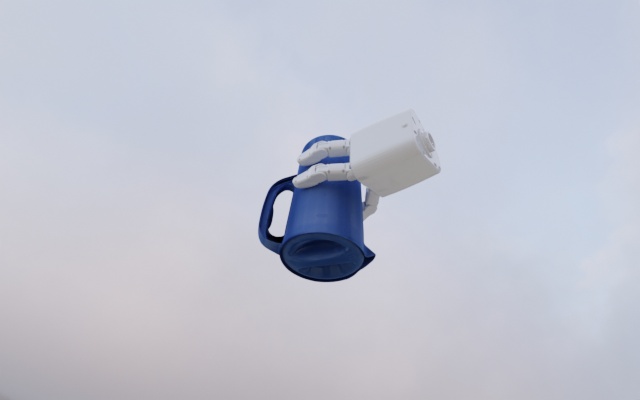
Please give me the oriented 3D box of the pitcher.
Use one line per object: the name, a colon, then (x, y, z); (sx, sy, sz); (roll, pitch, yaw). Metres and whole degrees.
pitcher: (0.000, 0.003, 0.804); (0.145, 0.242, 0.149); (-24, -49, 29)
